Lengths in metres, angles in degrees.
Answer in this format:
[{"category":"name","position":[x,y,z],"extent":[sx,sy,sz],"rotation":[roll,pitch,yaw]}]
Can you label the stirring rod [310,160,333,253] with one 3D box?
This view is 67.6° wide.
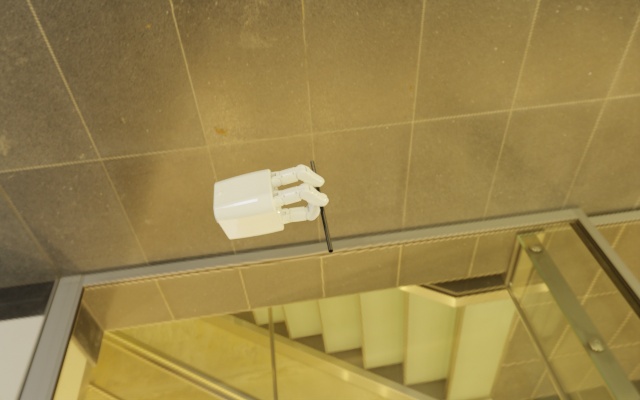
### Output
[{"category":"stirring rod","position":[0.000,0.003,0.866],"extent":[0.011,0.011,0.239],"rotation":[0,42,-11]}]
